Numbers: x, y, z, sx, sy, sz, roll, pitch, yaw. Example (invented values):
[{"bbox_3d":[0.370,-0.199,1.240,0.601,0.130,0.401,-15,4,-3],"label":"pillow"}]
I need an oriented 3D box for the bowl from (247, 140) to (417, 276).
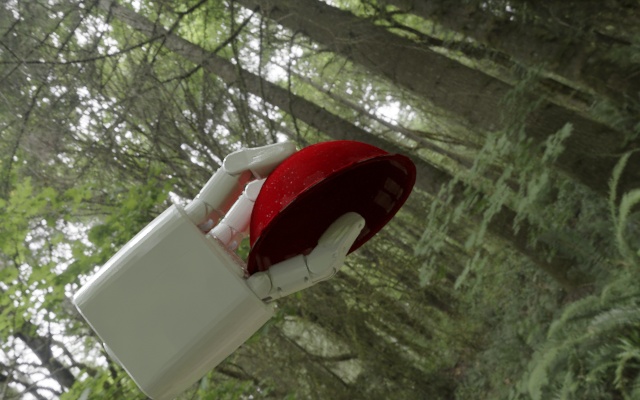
[{"bbox_3d":[0.001,0.000,0.405,0.162,0.055,0.162,-27,-27,-15],"label":"bowl"}]
